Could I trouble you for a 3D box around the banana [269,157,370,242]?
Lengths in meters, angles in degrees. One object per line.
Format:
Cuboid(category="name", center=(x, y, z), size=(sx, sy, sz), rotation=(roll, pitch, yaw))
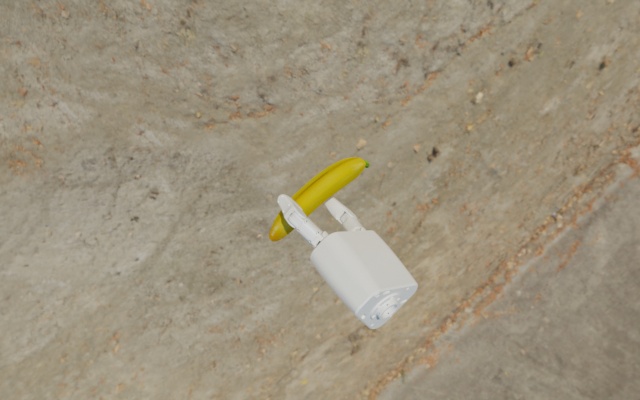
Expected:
Cuboid(category="banana", center=(-0.001, -0.009, 0.713), size=(0.198, 0.037, 0.070), rotation=(-37, -29, -9))
